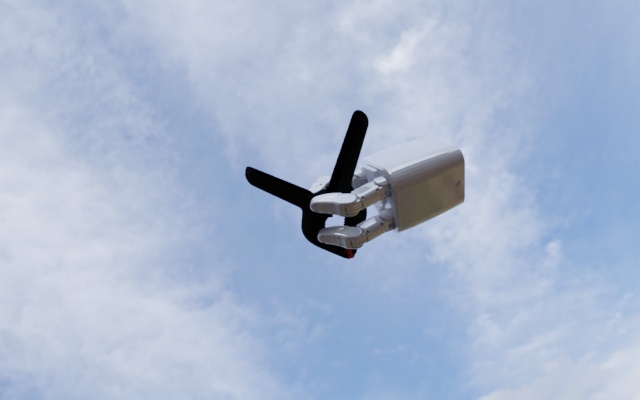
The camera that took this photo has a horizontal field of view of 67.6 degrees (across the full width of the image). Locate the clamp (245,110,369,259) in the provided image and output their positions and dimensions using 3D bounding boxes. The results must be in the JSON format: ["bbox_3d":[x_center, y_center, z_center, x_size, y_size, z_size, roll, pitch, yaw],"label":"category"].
[{"bbox_3d":[0.000,0.002,0.623,0.164,0.210,0.036,-22,37,-13],"label":"clamp"}]
